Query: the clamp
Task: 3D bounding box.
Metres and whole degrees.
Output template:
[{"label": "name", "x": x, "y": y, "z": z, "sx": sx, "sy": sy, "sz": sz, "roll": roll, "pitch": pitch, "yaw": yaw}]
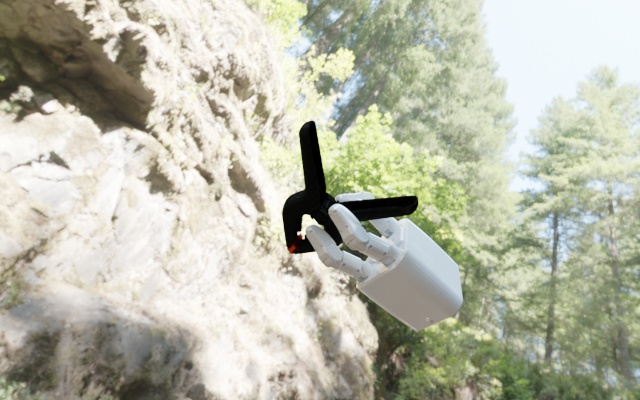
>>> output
[{"label": "clamp", "x": 0.000, "y": 0.002, "z": 0.615, "sx": 0.210, "sy": 0.164, "sz": 0.036, "roll": -41, "pitch": 10, "yaw": 44}]
